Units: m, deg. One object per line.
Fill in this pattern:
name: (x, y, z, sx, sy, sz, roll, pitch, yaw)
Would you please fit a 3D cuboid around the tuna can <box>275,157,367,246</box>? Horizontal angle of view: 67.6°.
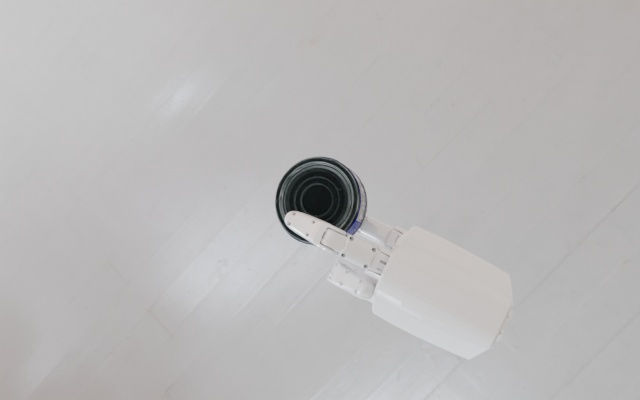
tuna can: (0.000, 0.001, 0.461, 0.086, 0.086, 0.034, 0, -8, 17)
